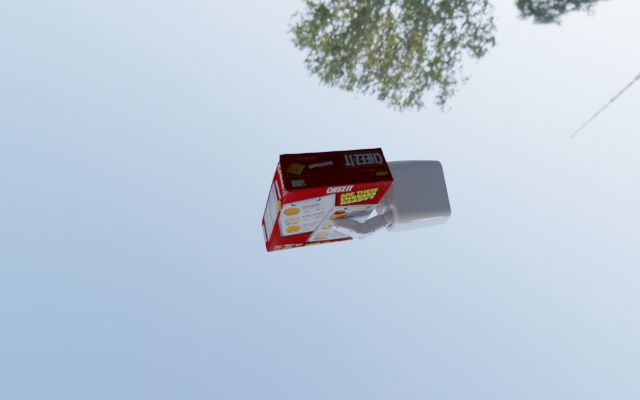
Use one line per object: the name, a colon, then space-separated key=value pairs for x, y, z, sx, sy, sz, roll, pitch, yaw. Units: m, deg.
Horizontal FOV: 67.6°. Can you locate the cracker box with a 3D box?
cracker box: x=0.000 y=0.003 z=0.770 sx=0.164 sy=0.072 sz=0.214 roll=-6 pitch=-27 yaw=-18
